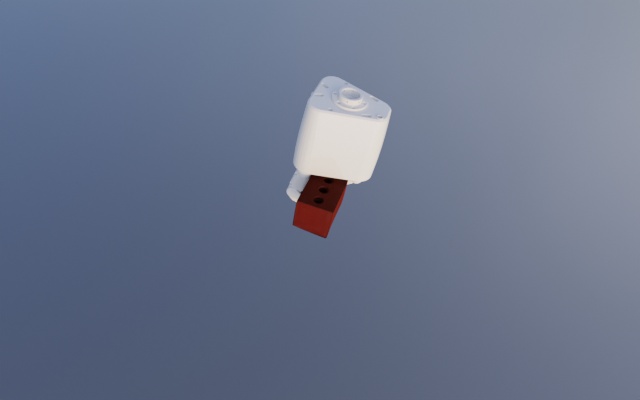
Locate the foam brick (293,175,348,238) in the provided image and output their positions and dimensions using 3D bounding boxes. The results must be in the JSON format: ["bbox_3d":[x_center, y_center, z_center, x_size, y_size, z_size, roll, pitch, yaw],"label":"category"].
[{"bbox_3d":[0.000,0.002,0.668,0.053,0.051,0.078,20,45,6],"label":"foam brick"}]
